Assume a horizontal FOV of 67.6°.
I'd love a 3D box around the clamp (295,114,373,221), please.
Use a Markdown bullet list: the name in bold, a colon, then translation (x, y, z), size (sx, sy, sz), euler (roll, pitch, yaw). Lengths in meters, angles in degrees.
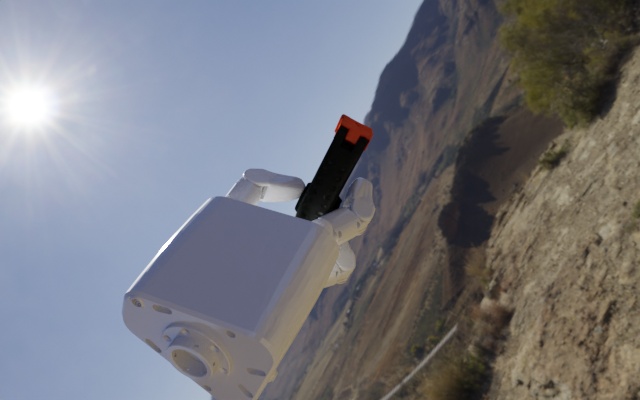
- **clamp**: translation (-0.001, 0.001, 0.447), size (0.036, 0.210, 0.164), euler (27, 40, 2)
